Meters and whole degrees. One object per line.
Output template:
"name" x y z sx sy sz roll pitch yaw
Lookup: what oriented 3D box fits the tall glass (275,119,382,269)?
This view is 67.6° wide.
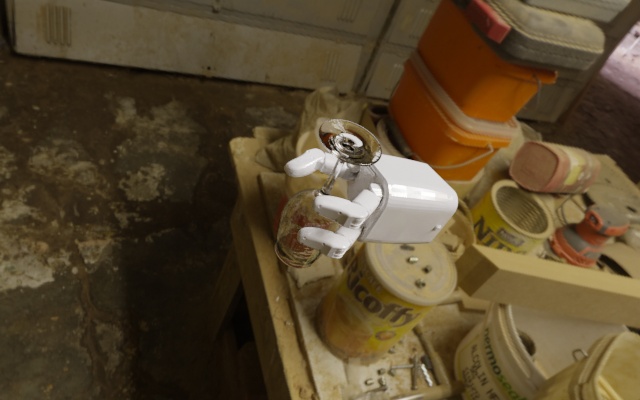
"tall glass" 0.000 0.001 0.585 0.079 0.079 0.201 0 -42 -27
